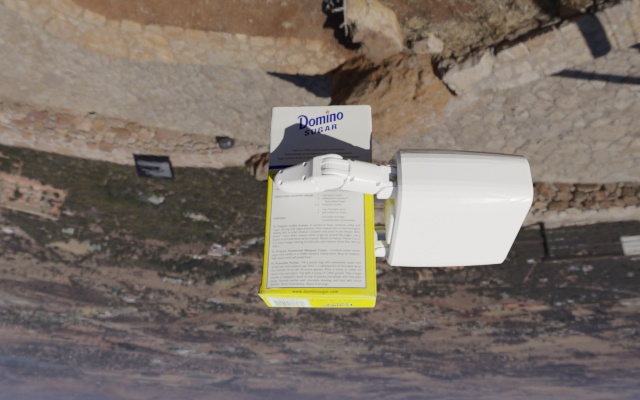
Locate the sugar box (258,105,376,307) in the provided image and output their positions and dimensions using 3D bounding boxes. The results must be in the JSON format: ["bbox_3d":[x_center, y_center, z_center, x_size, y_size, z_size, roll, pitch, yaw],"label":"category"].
[{"bbox_3d":[0.000,0.002,0.417,0.093,0.176,0.048,0,-25,4],"label":"sugar box"}]
